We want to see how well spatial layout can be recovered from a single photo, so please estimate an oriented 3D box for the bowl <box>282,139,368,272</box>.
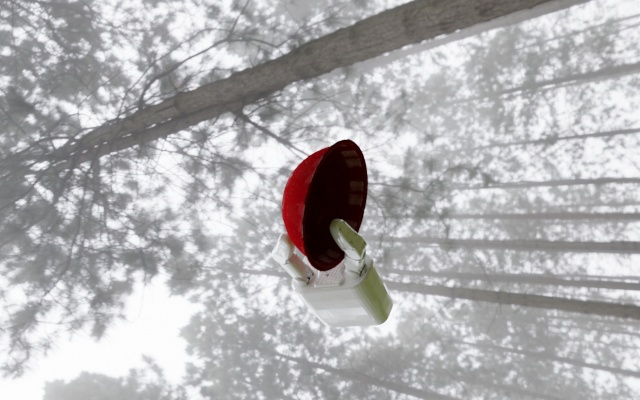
[{"bbox_3d":[0.000,0.001,0.585,0.055,0.162,0.162,13,6,28],"label":"bowl"}]
